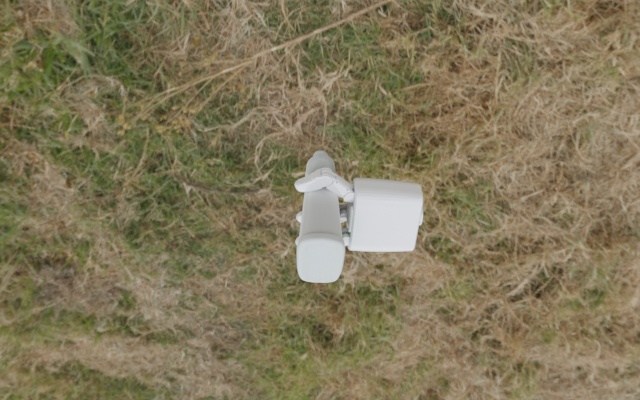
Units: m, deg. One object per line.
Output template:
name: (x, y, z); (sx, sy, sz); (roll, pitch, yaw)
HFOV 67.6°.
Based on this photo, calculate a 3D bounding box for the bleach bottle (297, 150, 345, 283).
bleach bottle: (0.000, 0.003, 0.762); (0.068, 0.103, 0.250); (2, 44, -2)
